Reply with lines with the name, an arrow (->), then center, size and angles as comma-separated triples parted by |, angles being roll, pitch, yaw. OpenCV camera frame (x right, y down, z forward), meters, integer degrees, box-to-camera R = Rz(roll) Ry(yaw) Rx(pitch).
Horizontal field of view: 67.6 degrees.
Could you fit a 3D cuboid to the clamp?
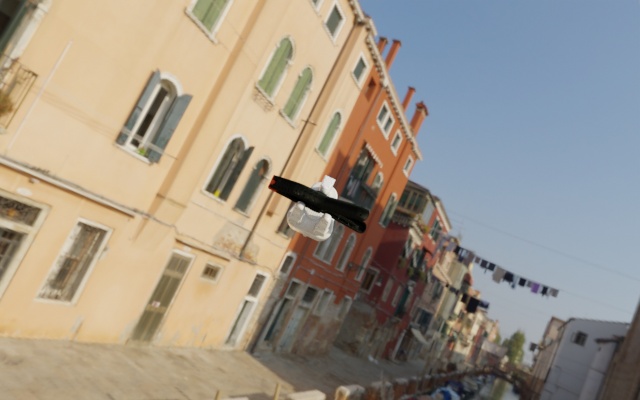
clamp -> 0.000, 0.002, 0.897 | 0.210, 0.036, 0.164 | 25, -11, 1
